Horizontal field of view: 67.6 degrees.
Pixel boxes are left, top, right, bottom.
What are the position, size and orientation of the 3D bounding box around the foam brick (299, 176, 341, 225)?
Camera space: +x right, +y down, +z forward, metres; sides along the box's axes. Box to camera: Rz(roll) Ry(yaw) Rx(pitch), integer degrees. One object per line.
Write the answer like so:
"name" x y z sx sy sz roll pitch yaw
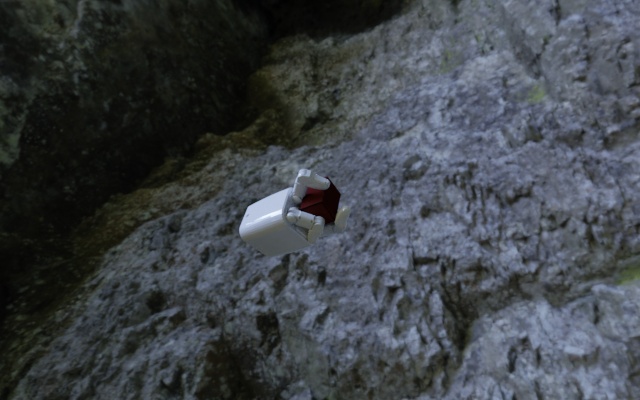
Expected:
"foam brick" 0.000 0.003 0.900 0.051 0.053 0.078 -21 33 26
